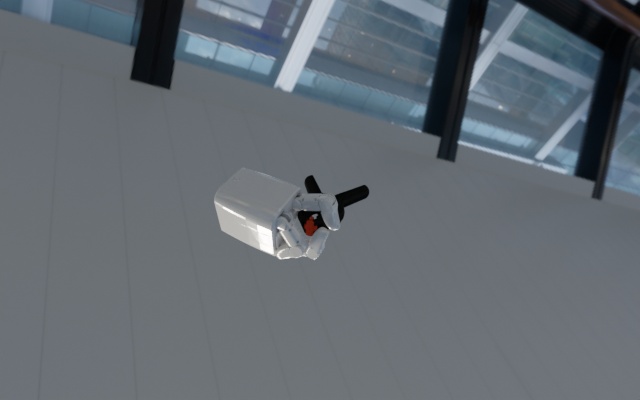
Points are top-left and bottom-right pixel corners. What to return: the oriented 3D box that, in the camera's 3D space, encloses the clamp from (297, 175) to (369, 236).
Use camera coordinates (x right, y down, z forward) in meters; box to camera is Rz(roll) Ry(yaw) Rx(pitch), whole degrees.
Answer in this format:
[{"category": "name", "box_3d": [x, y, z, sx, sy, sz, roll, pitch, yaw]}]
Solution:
[{"category": "clamp", "box_3d": [0.000, 0.003, 0.817, 0.120, 0.039, 0.171, 11, 27, 25]}]
